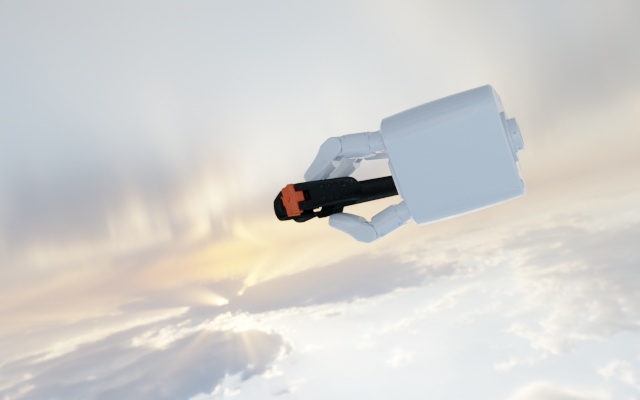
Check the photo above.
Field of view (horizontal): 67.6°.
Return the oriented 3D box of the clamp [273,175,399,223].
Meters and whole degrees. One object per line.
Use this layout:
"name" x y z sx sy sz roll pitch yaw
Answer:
"clamp" 0.000 0.002 0.531 0.164 0.036 0.210 -18 -6 26
